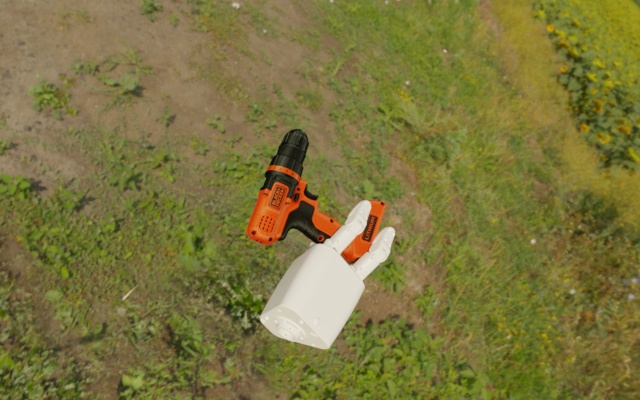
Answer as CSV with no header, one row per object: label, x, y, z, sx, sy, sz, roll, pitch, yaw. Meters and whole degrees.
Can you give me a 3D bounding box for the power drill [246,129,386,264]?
power drill,0.000,0.003,0.721,0.187,0.184,0.057,23,-16,-11
